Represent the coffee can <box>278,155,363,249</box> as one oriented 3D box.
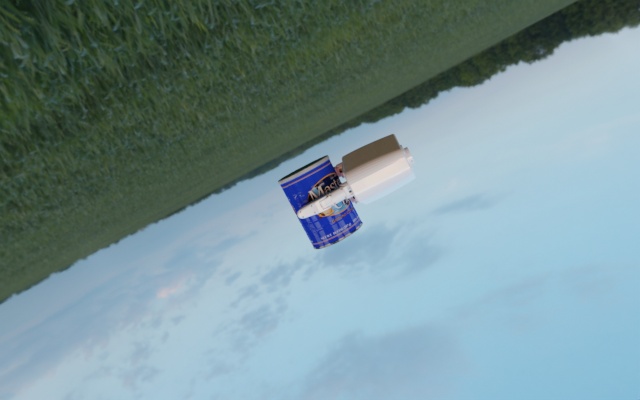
[{"bbox_3d":[0.000,0.003,0.868,0.103,0.140,0.103,-27,7,4],"label":"coffee can"}]
